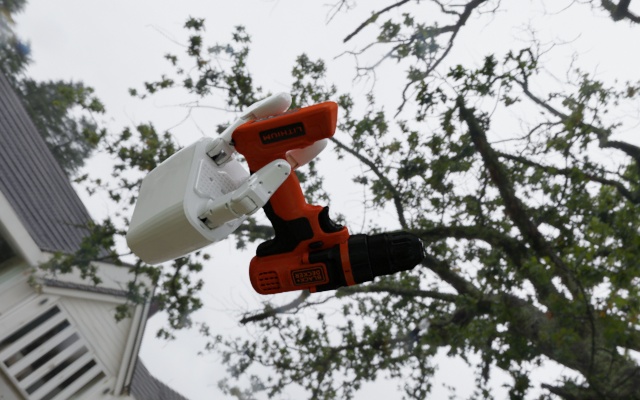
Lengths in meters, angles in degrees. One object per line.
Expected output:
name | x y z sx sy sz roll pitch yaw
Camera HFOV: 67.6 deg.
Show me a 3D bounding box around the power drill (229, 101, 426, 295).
power drill | 0.000 0.001 0.476 0.184 0.188 0.057 -11 14 8
